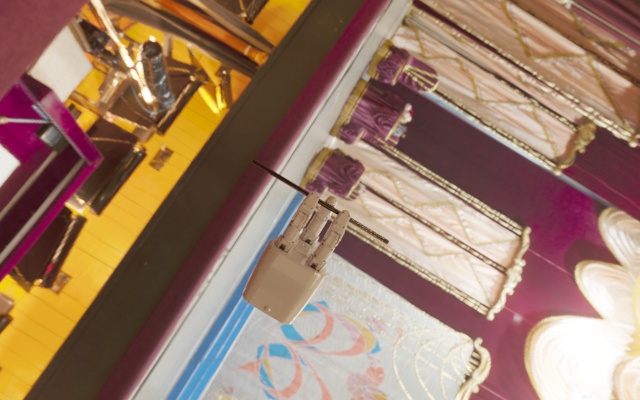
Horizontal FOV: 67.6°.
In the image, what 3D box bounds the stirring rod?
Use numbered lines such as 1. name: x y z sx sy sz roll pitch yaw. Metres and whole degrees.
1. stirring rod: 0.000 0.002 0.727 0.239 0.011 0.011 31 0 -1
